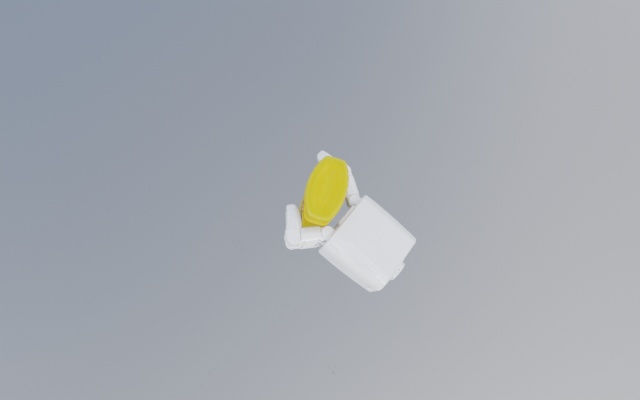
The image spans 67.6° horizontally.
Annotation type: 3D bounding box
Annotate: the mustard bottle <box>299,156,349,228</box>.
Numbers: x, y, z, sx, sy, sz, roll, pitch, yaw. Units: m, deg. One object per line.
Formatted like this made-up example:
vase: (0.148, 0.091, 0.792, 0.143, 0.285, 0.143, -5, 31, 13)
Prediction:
mustard bottle: (0.000, 0.002, 0.750, 0.058, 0.096, 0.192, 16, -14, -2)
